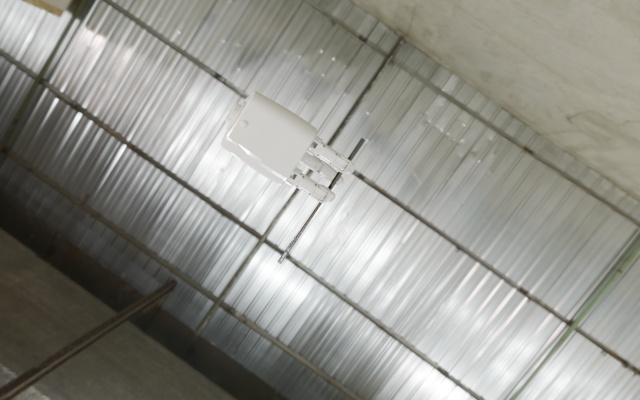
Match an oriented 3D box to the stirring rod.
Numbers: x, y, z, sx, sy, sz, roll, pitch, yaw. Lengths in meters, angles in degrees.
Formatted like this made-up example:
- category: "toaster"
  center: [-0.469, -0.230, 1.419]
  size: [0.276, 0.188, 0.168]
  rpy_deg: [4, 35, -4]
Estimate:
- category: "stirring rod"
  center: [0.000, 0.002, 0.760]
  size: [0.011, 0.239, 0.011]
  rpy_deg: [34, 8, -5]
